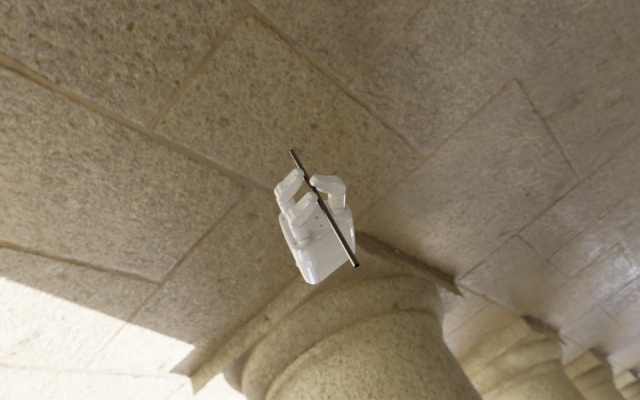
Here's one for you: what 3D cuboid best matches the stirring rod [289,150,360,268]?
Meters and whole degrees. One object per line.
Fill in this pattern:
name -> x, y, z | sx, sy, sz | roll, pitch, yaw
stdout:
stirring rod -> 0.000, 0.002, 0.678 | 0.011, 0.011, 0.239 | 0, 41, -30
